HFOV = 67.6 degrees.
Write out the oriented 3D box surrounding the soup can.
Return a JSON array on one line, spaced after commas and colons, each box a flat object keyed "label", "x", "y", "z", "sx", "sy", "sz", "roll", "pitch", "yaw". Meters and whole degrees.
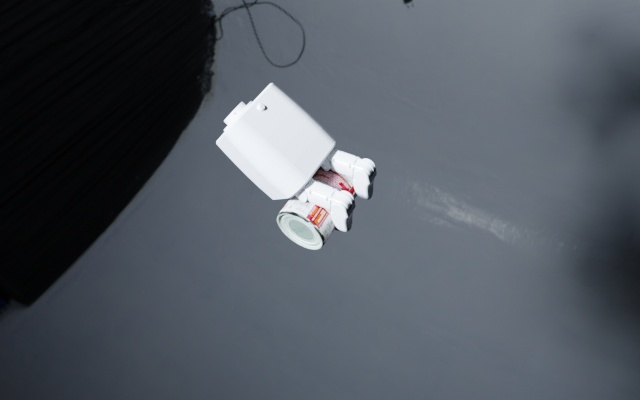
[{"label": "soup can", "x": 0.000, "y": 0.003, "z": 0.596, "sx": 0.068, "sy": 0.102, "sz": 0.069, "roll": 25, "pitch": -31, "yaw": 17}]
